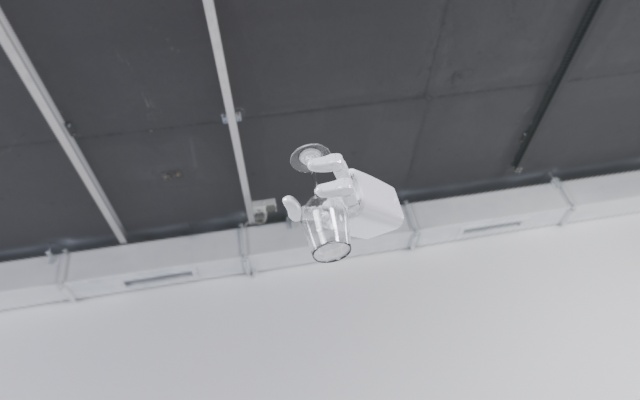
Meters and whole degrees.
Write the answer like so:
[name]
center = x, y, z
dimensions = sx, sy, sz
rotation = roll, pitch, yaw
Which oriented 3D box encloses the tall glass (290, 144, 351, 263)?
[tall glass]
center = 0.000, 0.002, 0.797
dimensions = 0.079, 0.201, 0.079
rotation = -8, -36, -6
